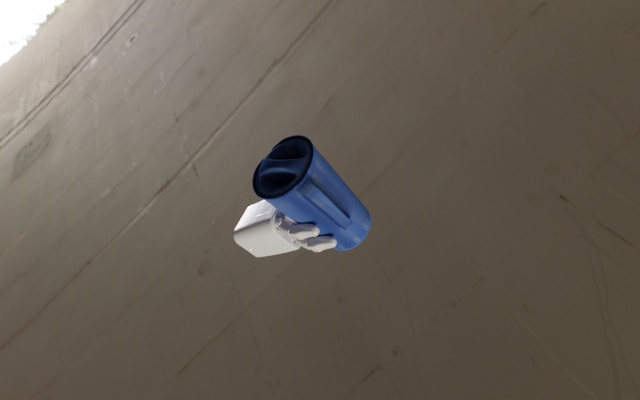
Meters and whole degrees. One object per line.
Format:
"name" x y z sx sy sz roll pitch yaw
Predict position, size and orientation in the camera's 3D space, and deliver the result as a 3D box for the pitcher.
"pitcher" 0.000 0.003 0.899 0.145 0.149 0.243 -17 -40 30
